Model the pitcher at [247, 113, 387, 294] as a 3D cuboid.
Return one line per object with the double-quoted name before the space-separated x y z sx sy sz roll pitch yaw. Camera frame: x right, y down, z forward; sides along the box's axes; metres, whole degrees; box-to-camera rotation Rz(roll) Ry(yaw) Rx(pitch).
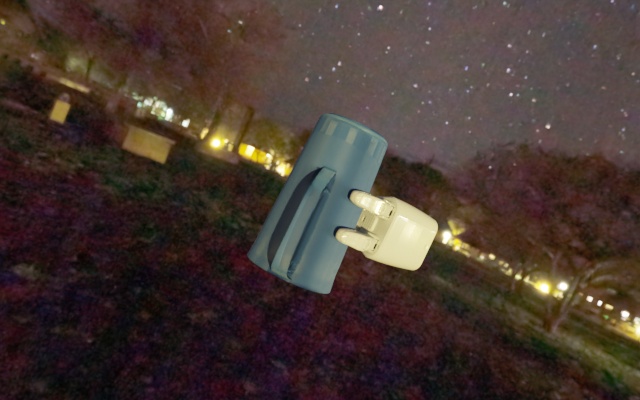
"pitcher" 0.000 0.002 0.686 0.145 0.243 0.149 23 2 -35
